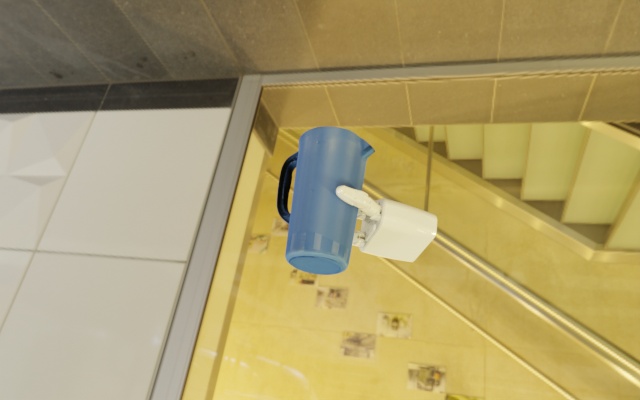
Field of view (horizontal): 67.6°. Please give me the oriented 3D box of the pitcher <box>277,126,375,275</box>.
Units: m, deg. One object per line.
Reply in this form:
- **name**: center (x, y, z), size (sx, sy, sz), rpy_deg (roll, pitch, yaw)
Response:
- **pitcher**: center (0.000, 0.003, 0.850), size (0.145, 0.242, 0.149), rpy_deg (15, -26, -13)
